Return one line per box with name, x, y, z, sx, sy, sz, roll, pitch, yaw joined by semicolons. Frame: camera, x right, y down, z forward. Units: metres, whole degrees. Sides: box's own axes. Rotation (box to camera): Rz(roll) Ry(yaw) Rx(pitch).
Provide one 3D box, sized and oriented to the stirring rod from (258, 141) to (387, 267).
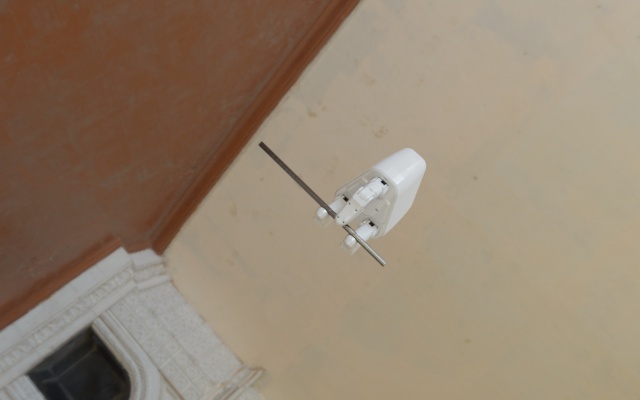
stirring rod;0.000;0.002;0.649;0.239;0.011;0.011;44;10;11
